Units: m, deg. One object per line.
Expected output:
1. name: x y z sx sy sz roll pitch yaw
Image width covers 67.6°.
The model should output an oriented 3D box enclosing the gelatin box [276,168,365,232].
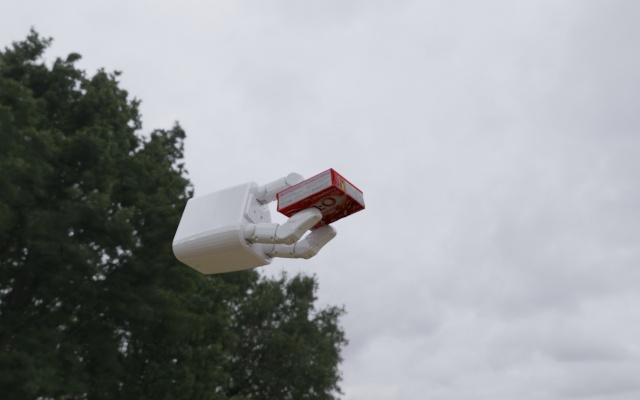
1. gelatin box: 0.000 0.001 0.602 0.089 0.030 0.073 -24 -37 27
